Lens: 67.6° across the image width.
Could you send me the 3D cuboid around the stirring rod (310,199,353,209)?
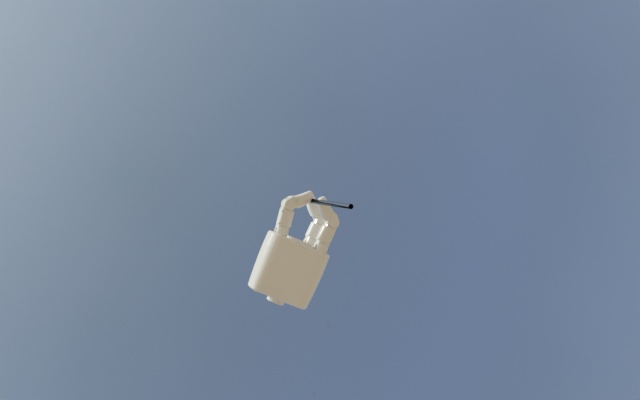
[{"bbox_3d":[0.000,0.003,0.823,0.011,0.011,0.239,0,3,-22],"label":"stirring rod"}]
